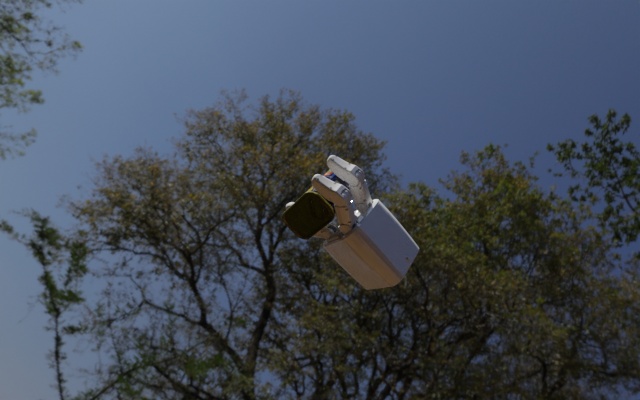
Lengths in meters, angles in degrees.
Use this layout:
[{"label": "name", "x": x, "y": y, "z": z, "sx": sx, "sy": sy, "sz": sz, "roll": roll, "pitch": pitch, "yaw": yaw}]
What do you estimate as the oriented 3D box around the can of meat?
[{"label": "can of meat", "x": 0.000, "y": 0.002, "z": 0.746, "sx": 0.102, "sy": 0.057, "sz": 0.084, "roll": -41, "pitch": 5, "yaw": 47}]
